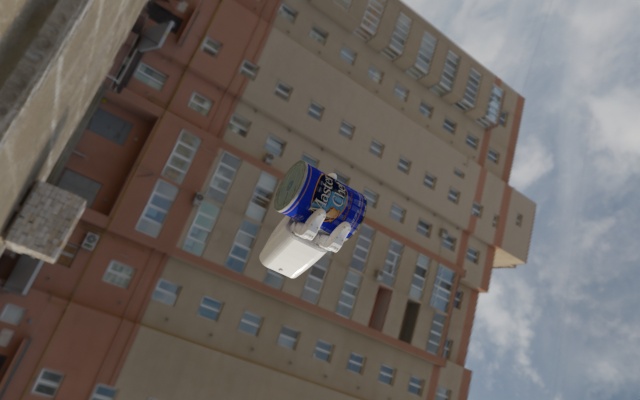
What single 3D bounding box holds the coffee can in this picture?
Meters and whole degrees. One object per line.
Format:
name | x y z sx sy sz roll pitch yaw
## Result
coffee can | 0.000 0.003 0.883 0.140 0.103 0.103 28 -12 -23
